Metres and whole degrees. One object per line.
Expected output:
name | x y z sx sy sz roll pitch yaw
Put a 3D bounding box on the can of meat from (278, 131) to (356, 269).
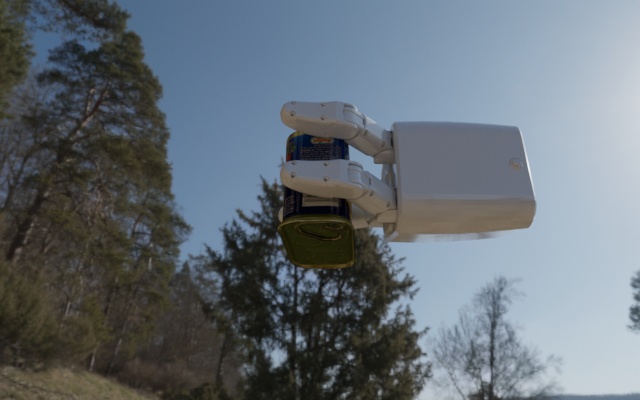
can of meat | 0.000 0.001 0.402 0.057 0.084 0.102 -1 -27 5
